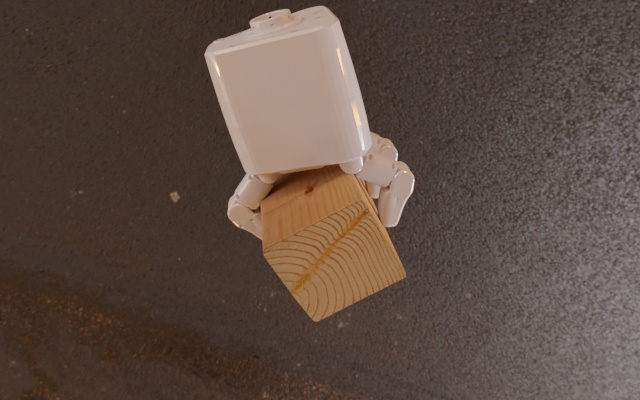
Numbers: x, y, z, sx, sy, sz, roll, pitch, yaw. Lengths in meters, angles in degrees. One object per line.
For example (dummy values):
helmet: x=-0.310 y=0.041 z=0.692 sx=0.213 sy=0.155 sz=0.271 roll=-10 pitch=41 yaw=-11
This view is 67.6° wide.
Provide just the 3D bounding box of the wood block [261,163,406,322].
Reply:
wood block: x=0.000 y=0.001 z=0.467 sx=0.091 sy=0.090 sz=0.206 roll=-28 pitch=29 yaw=8
